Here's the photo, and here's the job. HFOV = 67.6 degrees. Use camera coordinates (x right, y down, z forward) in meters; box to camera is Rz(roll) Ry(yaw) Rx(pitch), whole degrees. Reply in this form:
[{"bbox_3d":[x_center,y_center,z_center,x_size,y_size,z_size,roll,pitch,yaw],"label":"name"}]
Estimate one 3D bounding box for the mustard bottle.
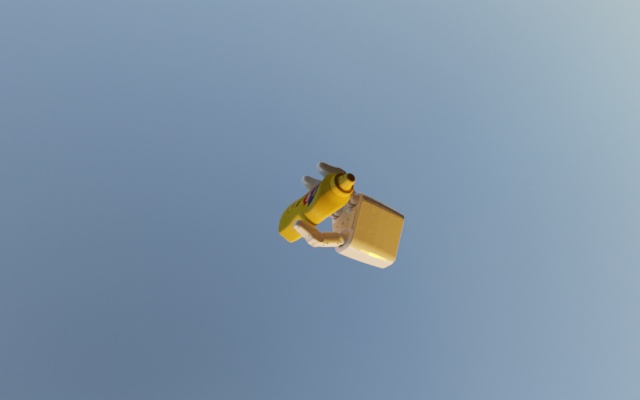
[{"bbox_3d":[0.000,0.003,0.846,0.192,0.058,0.096,-37,13,48],"label":"mustard bottle"}]
